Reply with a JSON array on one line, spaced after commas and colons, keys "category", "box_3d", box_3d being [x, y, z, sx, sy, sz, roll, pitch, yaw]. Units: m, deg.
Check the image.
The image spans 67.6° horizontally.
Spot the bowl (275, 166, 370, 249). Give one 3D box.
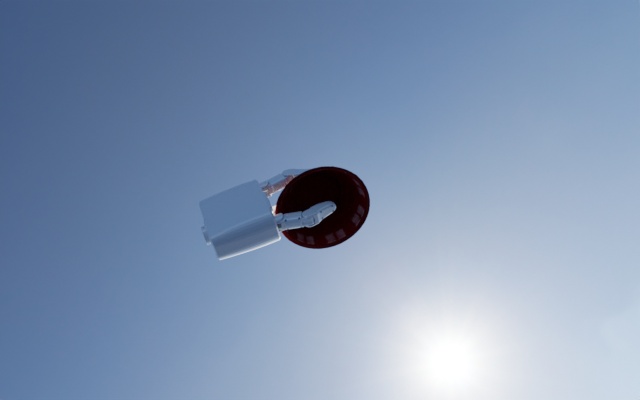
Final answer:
[{"category": "bowl", "box_3d": [0.001, 0.002, 0.816, 0.162, 0.162, 0.055, 0, 31, -13]}]
